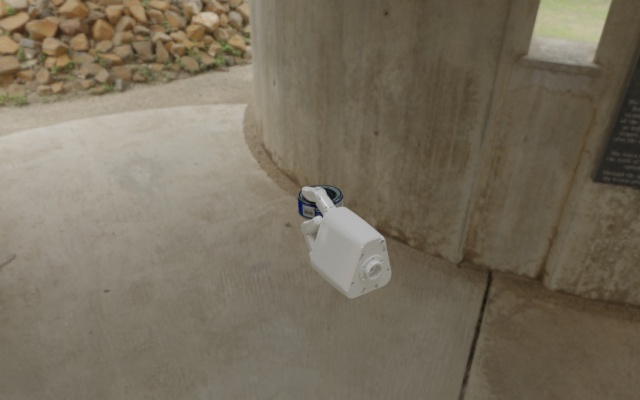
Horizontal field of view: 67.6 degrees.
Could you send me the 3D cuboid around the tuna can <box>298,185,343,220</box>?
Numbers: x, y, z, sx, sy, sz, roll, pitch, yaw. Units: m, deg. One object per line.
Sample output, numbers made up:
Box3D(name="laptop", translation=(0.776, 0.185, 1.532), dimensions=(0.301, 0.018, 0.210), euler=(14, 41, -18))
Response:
Box3D(name="tuna can", translation=(0.000, 0.002, 0.883), dimensions=(0.086, 0.034, 0.086), euler=(-2, 27, 1))
